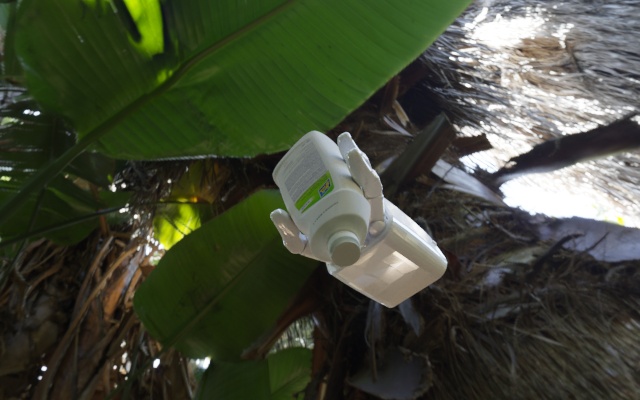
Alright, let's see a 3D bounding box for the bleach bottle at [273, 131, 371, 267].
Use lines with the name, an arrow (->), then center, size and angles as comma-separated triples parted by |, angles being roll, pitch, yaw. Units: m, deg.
bleach bottle -> 0.000, 0.002, 0.562 | 0.068, 0.102, 0.250 | 36, 16, -23
